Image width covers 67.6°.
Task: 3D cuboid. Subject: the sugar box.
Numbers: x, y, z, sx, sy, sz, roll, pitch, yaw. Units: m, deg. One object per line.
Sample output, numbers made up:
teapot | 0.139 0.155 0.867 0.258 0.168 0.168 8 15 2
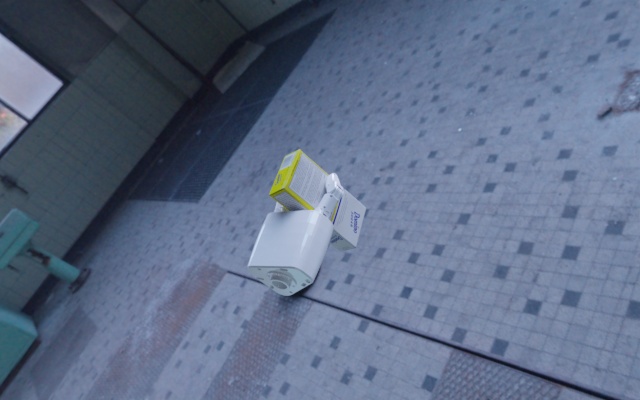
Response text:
sugar box | 0.000 0.003 0.821 0.048 0.093 0.176 -20 -51 41
